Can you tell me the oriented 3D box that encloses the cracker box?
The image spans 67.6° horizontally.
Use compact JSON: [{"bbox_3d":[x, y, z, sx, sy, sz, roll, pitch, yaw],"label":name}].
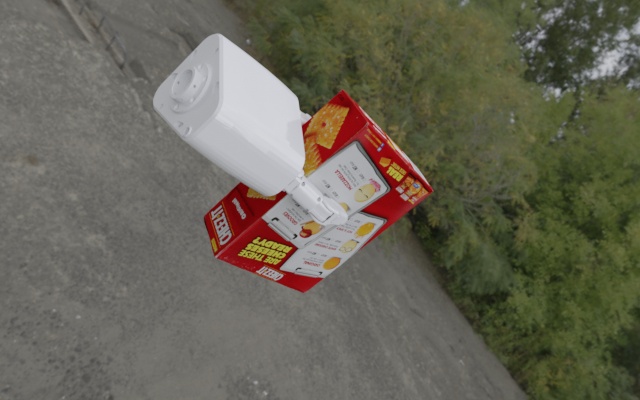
[{"bbox_3d":[0.000,0.002,0.552,0.214,0.072,0.164,-40,-41,14],"label":"cracker box"}]
